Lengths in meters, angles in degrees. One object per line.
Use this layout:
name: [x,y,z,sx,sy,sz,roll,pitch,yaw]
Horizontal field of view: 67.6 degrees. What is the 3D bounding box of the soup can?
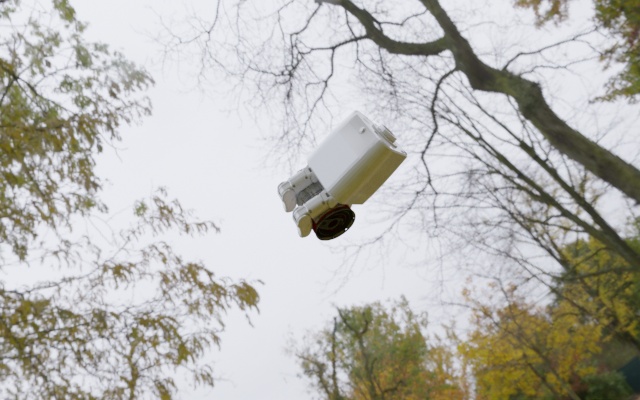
soup can: [0.000,0.003,0.739,0.068,0.068,0.102,0,44,-40]
